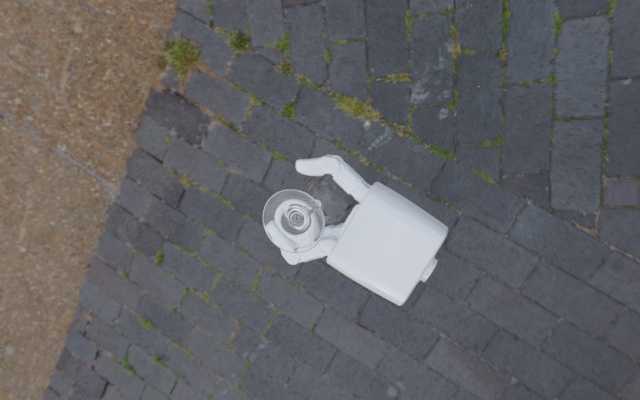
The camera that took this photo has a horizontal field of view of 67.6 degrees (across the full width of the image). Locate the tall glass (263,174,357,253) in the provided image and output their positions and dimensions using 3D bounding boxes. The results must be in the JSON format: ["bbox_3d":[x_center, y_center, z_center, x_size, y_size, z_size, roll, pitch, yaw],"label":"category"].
[{"bbox_3d":[0.000,0.002,0.622,0.079,0.079,0.201,0,13,18],"label":"tall glass"}]
